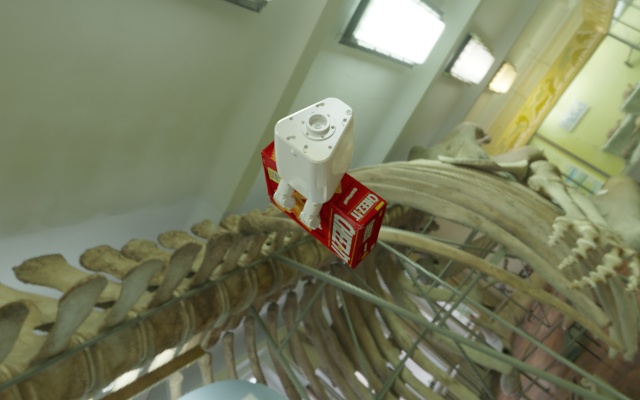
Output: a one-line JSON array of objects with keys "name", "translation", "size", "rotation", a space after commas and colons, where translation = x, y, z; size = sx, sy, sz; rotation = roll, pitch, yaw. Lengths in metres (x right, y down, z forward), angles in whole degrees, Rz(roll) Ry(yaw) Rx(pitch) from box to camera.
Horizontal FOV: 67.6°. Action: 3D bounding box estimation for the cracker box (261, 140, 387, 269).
[{"name": "cracker box", "translation": [0.000, 0.002, 0.817], "size": [0.213, 0.072, 0.164], "rotation": [38, -24, 19]}]
